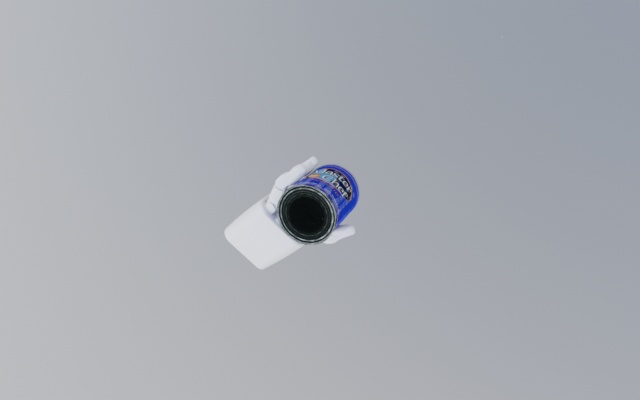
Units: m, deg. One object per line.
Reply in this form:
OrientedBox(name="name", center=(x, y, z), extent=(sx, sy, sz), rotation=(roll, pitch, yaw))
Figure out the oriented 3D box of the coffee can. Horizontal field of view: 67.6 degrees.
OrientedBox(name="coffee can", center=(0.000, 0.003, 0.820), extent=(0.103, 0.103, 0.140), rotation=(0, 18, 21))
